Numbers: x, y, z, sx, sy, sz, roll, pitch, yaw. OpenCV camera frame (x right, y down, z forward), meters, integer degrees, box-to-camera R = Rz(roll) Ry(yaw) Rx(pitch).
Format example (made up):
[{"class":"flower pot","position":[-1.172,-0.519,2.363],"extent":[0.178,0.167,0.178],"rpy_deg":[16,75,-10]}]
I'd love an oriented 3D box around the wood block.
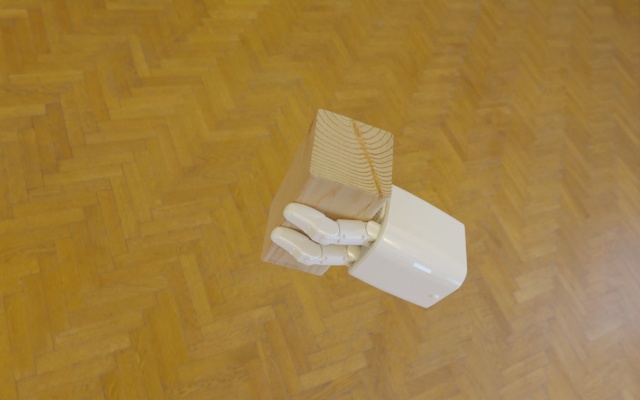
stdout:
[{"class":"wood block","position":[0.001,0.002,0.570],"extent":[0.090,0.090,0.206],"rpy_deg":[16,-35,-12]}]
